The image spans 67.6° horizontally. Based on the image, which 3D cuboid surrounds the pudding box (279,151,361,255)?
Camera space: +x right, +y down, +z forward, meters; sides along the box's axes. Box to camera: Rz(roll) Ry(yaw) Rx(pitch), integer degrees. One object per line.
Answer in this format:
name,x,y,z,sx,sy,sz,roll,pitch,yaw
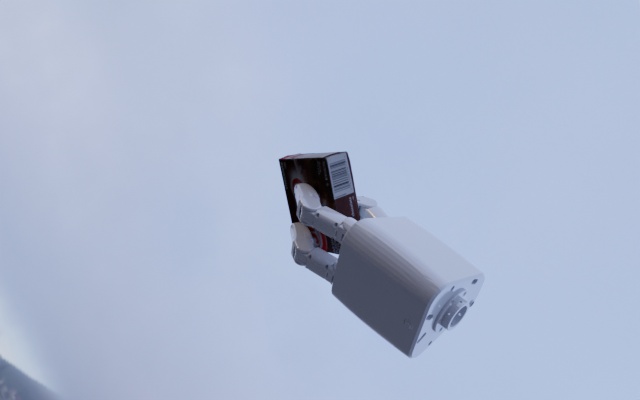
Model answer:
pudding box,0.000,0.002,0.549,0.039,0.113,0.090,-18,13,-38
